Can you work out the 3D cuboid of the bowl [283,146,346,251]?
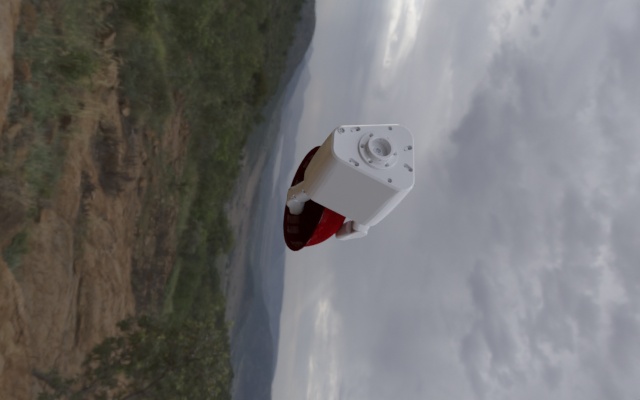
[{"bbox_3d":[0.000,0.003,0.719,0.055,0.162,0.162,16,-7,-23],"label":"bowl"}]
